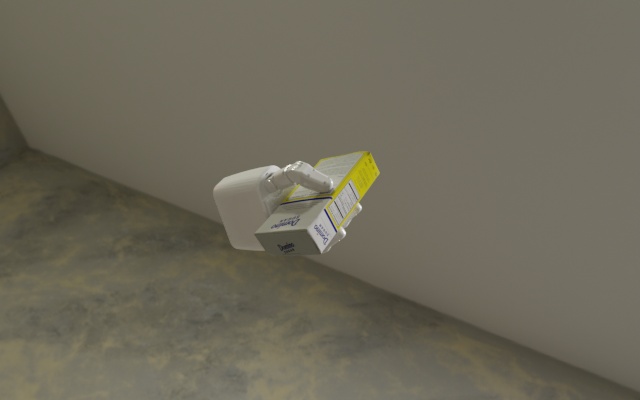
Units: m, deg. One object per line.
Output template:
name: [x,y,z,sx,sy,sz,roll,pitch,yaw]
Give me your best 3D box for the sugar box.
sugar box: [0.000,0.002,0.635,0.093,0.048,0.176,-7,34,41]
